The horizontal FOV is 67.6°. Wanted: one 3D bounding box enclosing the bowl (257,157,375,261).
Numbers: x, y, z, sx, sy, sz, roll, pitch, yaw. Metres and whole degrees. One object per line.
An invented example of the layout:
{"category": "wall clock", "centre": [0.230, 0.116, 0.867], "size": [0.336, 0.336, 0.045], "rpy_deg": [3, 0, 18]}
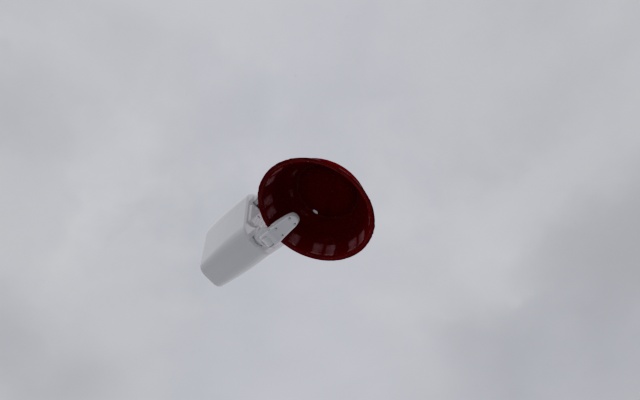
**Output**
{"category": "bowl", "centre": [0.001, 0.002, 0.638], "size": [0.162, 0.162, 0.055], "rpy_deg": [0, 33, 23]}
